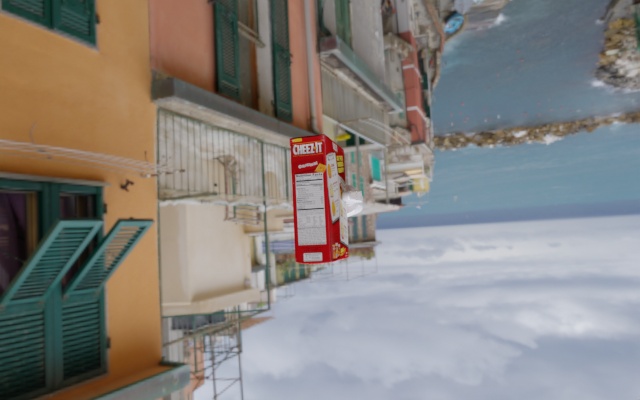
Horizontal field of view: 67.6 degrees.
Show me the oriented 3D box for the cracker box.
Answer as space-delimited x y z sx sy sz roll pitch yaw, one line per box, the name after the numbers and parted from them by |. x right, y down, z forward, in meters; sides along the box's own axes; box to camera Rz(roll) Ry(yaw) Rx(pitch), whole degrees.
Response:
0.000 0.003 0.860 0.072 0.213 0.164 -4 -4 13 | cracker box
